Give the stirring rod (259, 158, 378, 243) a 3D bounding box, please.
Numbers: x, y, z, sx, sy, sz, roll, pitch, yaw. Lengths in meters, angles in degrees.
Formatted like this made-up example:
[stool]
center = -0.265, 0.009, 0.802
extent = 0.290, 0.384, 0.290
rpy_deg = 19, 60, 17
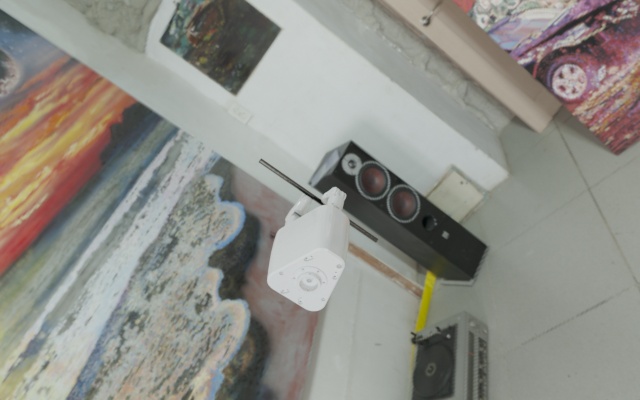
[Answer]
[stirring rod]
center = 0.000, 0.003, 0.784
extent = 0.239, 0.011, 0.011
rpy_deg = 35, -10, -15
